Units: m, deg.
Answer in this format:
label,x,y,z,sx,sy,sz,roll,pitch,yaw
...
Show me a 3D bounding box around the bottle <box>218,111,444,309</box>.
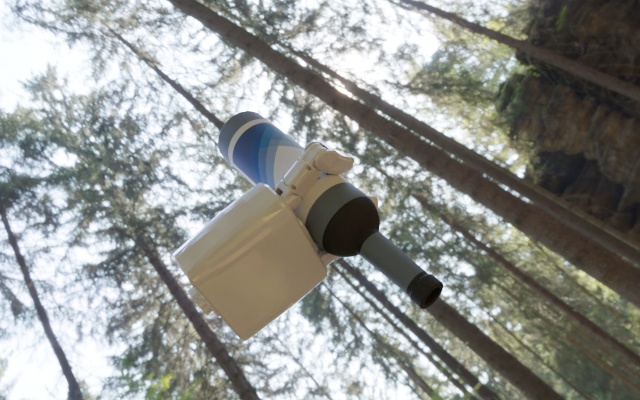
label,x,y,z,sx,sy,sz,roll,pitch,yaw
bottle,0.000,0.001,0.474,0.069,0.069,0.295,0,31,-47
